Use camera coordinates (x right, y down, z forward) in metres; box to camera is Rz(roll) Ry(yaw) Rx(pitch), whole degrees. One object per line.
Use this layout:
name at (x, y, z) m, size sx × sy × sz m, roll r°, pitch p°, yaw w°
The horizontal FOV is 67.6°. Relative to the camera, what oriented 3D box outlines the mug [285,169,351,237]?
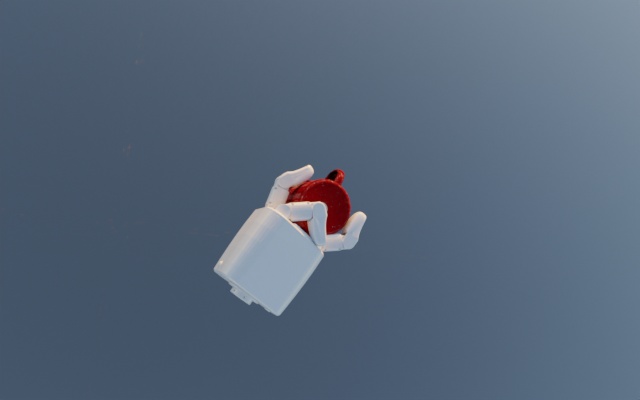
mug at (0.001, 0.001, 0.714) m, size 0.093 × 0.117 × 0.081 m, roll 40°, pitch -16°, yaw -15°
